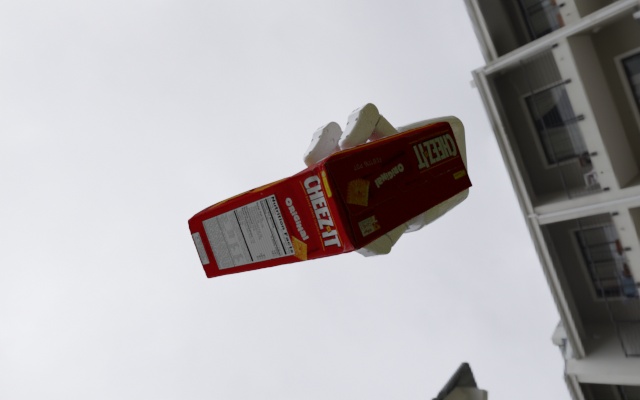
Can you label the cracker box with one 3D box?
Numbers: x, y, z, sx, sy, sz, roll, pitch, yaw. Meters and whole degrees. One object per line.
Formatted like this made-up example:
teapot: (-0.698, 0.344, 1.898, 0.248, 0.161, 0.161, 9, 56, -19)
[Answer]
cracker box: (0.000, 0.002, 0.441, 0.164, 0.072, 0.214, -23, 3, -42)
